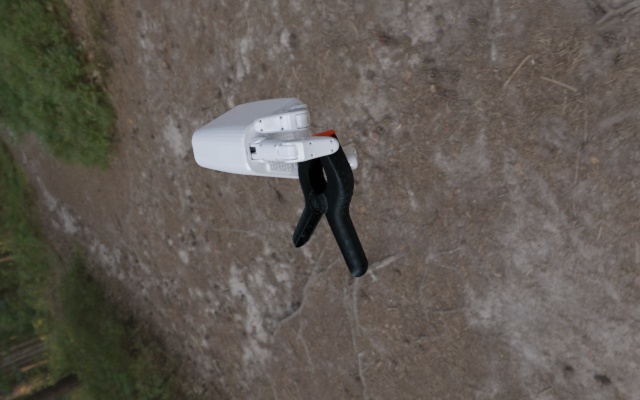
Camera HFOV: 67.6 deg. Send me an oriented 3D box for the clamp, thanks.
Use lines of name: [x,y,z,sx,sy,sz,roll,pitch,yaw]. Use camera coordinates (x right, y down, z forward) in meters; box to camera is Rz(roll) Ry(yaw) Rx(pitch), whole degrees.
clamp: [0.000,0.002,0.569,0.120,0.171,0.039,7,21,41]
